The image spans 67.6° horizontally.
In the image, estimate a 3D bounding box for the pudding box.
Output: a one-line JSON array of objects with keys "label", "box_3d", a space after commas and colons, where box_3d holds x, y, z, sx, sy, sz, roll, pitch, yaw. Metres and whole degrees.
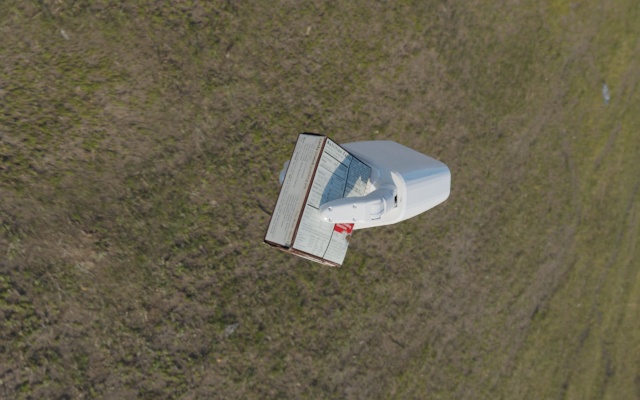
[{"label": "pudding box", "box_3d": [0.000, 0.002, 0.466, 0.039, 0.113, 0.090, 10, -11, 38]}]
